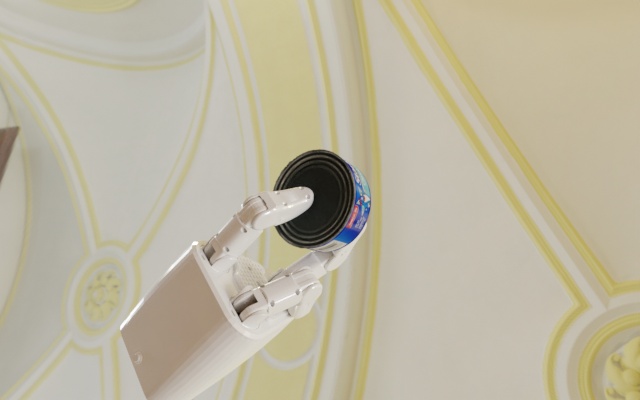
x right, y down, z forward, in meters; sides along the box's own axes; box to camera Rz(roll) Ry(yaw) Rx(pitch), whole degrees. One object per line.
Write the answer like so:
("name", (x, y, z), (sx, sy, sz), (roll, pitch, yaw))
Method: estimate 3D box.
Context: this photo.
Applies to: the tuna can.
("tuna can", (0.000, 0.001, 0.415), (0.086, 0.086, 0.034), (0, -13, 34))
